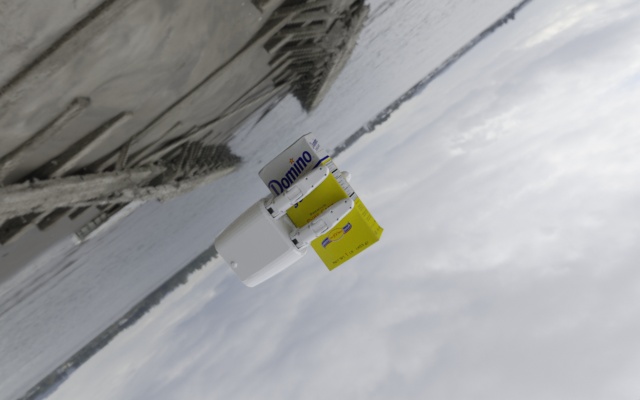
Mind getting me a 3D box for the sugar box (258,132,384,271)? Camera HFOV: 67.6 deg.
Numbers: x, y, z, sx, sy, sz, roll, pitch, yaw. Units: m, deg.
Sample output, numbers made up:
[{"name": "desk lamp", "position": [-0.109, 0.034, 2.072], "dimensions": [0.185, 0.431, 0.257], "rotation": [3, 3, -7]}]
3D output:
[{"name": "sugar box", "position": [0.000, 0.003, 0.672], "dimensions": [0.093, 0.176, 0.048], "rotation": [-36, 5, 24]}]
